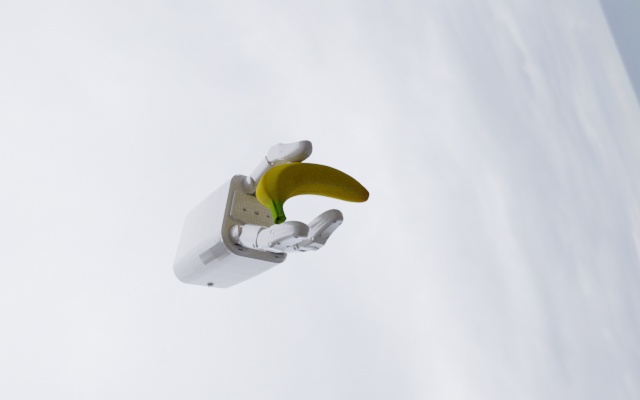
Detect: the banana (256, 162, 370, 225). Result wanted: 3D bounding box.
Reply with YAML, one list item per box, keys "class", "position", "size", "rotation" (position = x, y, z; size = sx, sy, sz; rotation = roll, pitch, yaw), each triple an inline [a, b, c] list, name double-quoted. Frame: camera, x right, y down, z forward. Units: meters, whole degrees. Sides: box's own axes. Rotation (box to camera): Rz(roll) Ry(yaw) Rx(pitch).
- class: "banana"
  position: [-0.012, -0.013, 0.530]
  size: [0.037, 0.069, 0.198]
  rotation: [-40, -14, 30]
